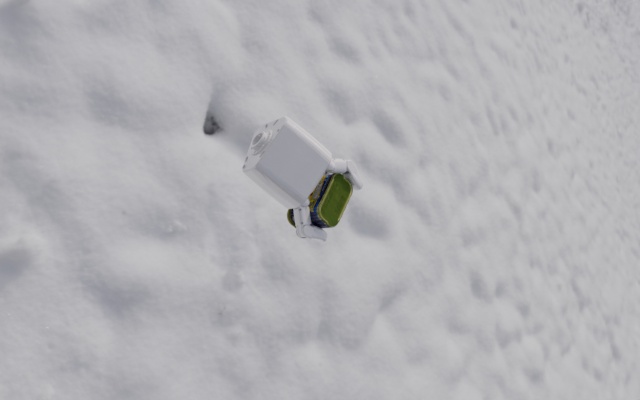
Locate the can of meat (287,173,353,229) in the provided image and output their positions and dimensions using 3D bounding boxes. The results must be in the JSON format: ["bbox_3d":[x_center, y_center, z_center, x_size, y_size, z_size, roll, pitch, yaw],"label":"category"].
[{"bbox_3d":[0.000,0.003,0.839,0.057,0.102,0.084,41,-31,-29],"label":"can of meat"}]
